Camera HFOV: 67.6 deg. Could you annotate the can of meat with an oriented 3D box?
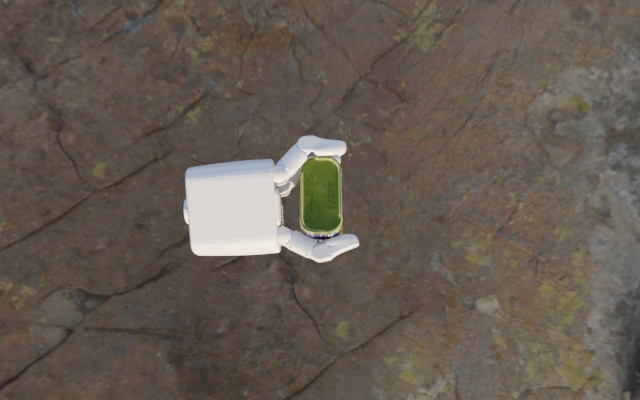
[{"bbox_3d":[0.000,0.002,0.611,0.057,0.102,0.084,-1,-14,0],"label":"can of meat"}]
